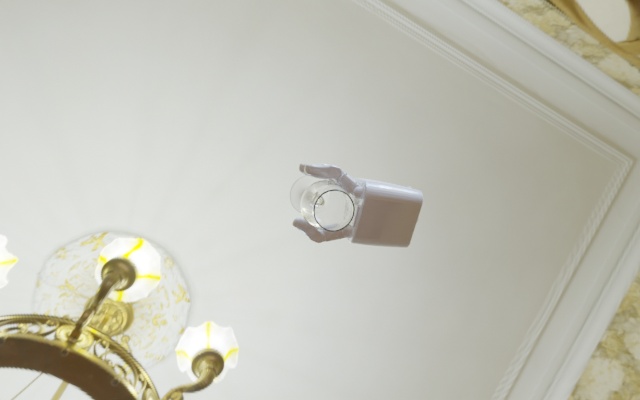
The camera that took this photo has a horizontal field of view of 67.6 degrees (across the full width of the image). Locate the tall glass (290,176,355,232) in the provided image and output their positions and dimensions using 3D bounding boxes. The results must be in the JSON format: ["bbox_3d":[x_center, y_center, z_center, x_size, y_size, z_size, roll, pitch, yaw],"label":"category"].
[{"bbox_3d":[0.000,0.003,0.787,0.079,0.079,0.201,0,7,-11],"label":"tall glass"}]
